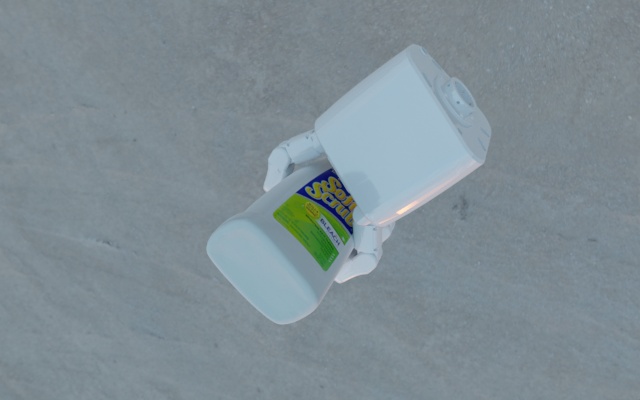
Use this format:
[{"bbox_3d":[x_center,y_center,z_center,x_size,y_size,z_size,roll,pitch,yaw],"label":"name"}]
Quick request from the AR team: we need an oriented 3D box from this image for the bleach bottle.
[{"bbox_3d":[0.000,0.002,0.470,0.068,0.102,0.250,-35,10,36],"label":"bleach bottle"}]
